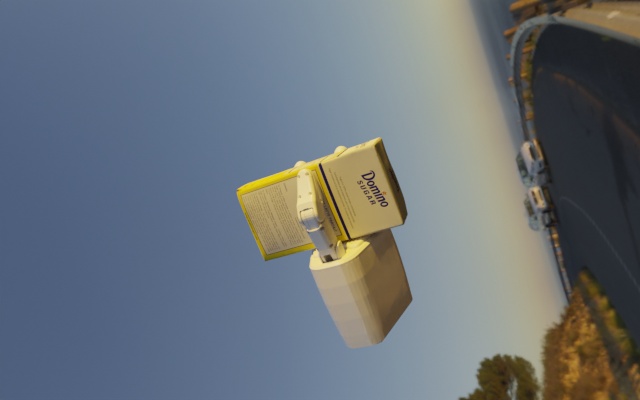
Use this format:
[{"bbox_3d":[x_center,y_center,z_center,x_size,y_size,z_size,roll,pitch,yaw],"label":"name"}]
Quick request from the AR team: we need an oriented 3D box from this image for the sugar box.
[{"bbox_3d":[0.000,0.002,0.538,0.176,0.093,0.048,-17,13,22],"label":"sugar box"}]
